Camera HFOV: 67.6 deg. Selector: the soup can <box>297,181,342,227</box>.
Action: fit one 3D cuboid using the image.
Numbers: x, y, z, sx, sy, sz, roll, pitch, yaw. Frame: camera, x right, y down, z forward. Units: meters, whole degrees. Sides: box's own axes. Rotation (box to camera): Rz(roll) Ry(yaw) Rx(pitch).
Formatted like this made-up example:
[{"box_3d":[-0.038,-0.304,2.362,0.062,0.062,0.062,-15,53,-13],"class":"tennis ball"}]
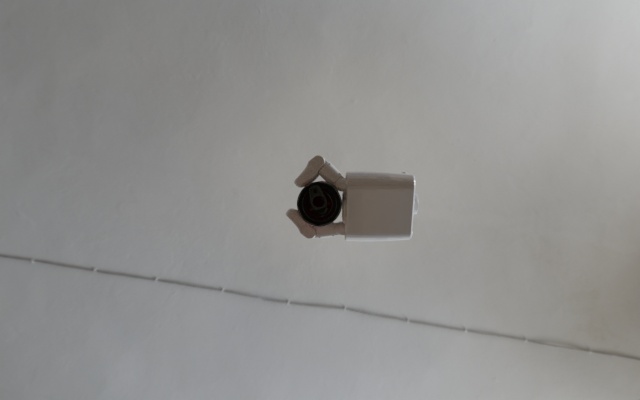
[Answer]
[{"box_3d":[0.000,0.003,0.763,0.068,0.068,0.102,0,3,2],"class":"soup can"}]
